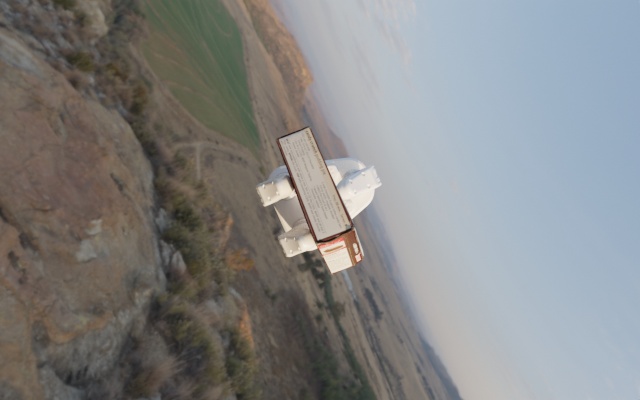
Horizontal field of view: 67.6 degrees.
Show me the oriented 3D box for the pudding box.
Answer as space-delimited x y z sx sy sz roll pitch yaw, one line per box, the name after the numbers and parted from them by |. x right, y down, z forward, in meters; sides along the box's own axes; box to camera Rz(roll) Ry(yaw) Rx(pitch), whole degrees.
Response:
0.000 0.001 0.443 0.039 0.113 0.090 -24 -26 0 | pudding box
